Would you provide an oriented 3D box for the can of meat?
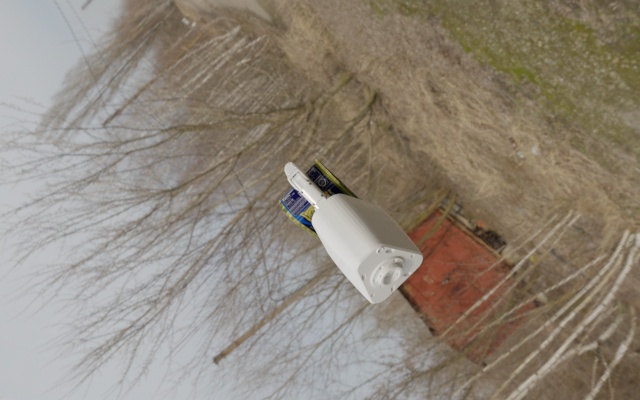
[{"bbox_3d":[0.000,0.002,0.692,0.057,0.084,0.102,48,6,40],"label":"can of meat"}]
